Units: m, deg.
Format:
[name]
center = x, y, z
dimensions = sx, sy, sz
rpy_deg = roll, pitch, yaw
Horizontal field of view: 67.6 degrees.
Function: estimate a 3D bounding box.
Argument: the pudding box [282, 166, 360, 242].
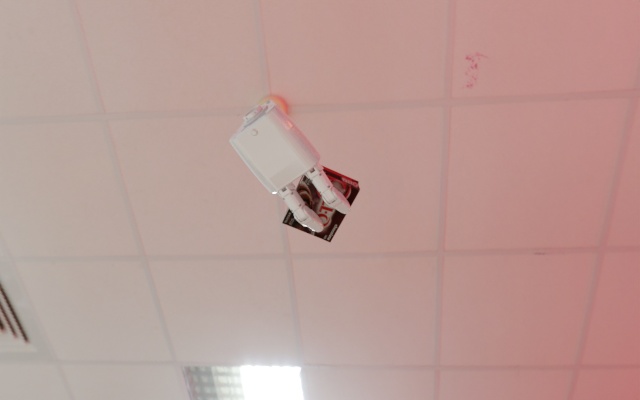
[pudding box]
center = 0.000, 0.002, 0.781
dimensions = 0.090, 0.113, 0.039
rpy_deg = 23, 27, -10
